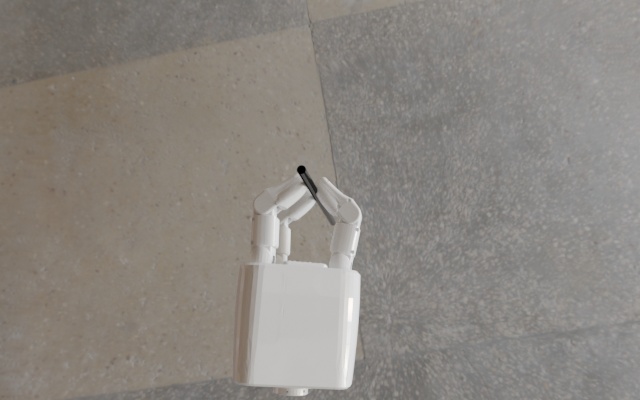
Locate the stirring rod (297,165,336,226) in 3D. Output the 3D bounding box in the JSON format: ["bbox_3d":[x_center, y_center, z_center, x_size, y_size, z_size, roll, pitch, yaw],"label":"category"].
[{"bbox_3d":[0.000,0.002,0.524,0.011,0.011,0.239,0,-13,8],"label":"stirring rod"}]
